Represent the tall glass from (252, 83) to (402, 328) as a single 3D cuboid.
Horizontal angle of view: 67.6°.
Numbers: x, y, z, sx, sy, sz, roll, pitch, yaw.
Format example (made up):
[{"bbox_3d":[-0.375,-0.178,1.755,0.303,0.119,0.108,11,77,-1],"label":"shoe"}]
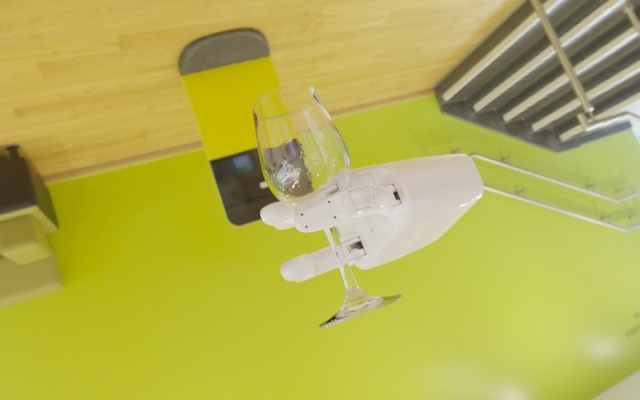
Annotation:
[{"bbox_3d":[0.000,0.002,0.417,0.079,0.201,0.079,-20,-10,-4],"label":"tall glass"}]
